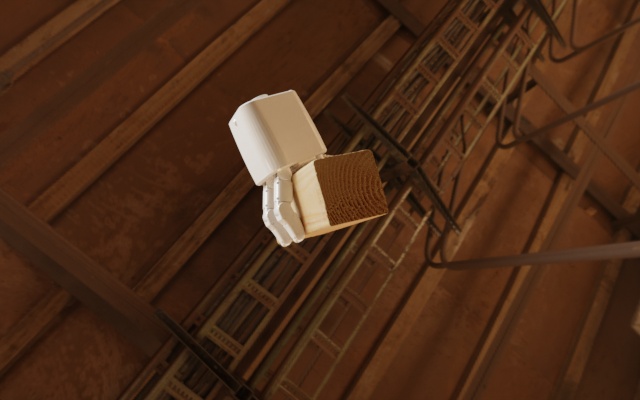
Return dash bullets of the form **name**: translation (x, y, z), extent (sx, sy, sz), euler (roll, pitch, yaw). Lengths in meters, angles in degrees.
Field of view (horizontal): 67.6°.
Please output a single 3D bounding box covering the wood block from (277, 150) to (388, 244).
- **wood block**: translation (0.000, 0.002, 0.702), extent (0.091, 0.090, 0.206), euler (-13, -5, -25)
